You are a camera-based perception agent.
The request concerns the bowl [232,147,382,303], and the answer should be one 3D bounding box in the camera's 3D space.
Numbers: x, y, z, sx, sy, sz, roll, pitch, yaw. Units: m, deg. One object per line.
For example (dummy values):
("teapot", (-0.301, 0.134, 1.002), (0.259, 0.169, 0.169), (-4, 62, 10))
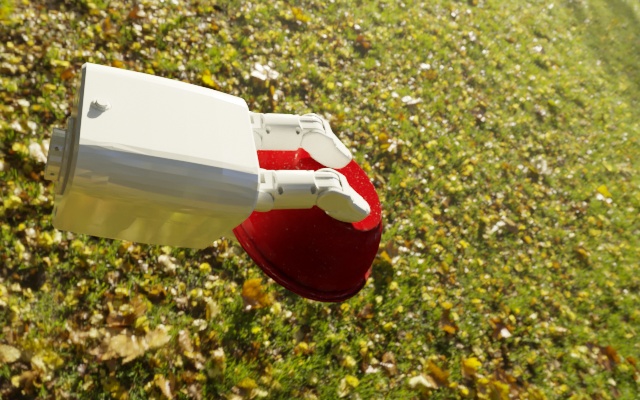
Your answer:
("bowl", (0.001, 0.001, 0.405), (0.162, 0.162, 0.055), (0, -34, -48))
